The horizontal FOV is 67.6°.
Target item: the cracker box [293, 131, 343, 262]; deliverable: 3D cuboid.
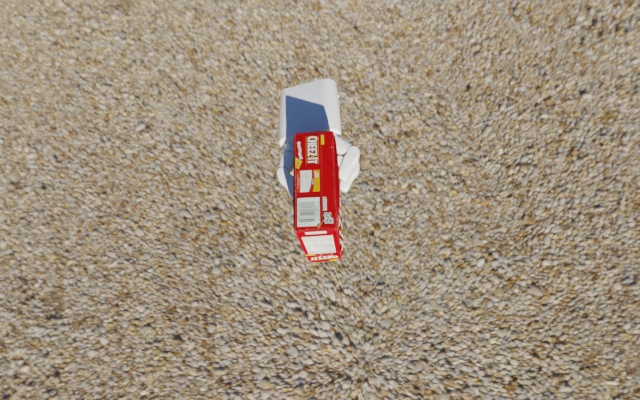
[{"bbox_3d":[0.000,0.003,0.817,0.072,0.164,0.214,-3,-19,4],"label":"cracker box"}]
